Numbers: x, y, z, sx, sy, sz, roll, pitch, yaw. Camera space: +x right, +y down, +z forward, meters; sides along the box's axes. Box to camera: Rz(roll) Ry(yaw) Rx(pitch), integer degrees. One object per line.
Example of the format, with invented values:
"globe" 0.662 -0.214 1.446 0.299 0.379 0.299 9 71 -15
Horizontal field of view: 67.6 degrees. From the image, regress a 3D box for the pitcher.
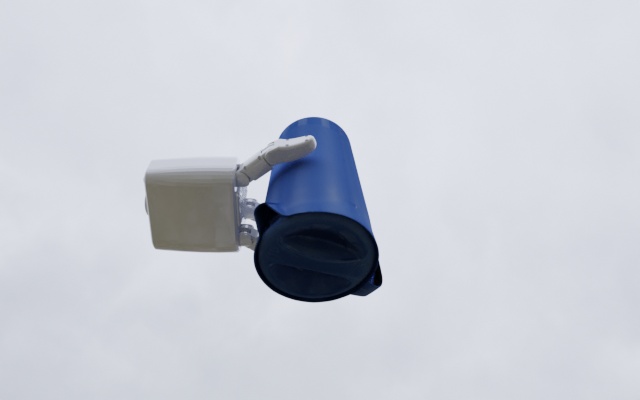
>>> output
"pitcher" 0.000 0.002 0.600 0.145 0.149 0.242 -2 37 0
